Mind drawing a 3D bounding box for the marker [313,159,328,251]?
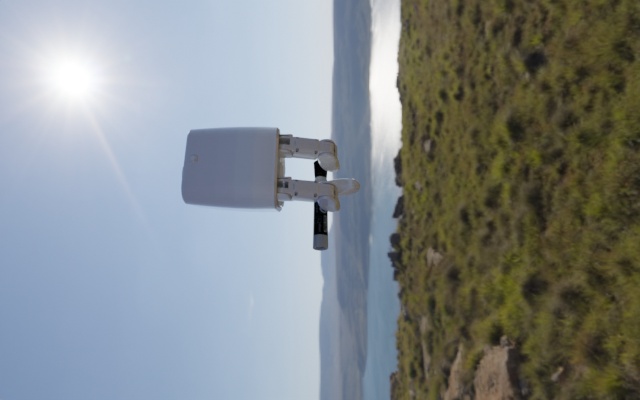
[{"bbox_3d":[0.000,0.002,0.595,0.020,0.121,0.020,0,-22,0],"label":"marker"}]
